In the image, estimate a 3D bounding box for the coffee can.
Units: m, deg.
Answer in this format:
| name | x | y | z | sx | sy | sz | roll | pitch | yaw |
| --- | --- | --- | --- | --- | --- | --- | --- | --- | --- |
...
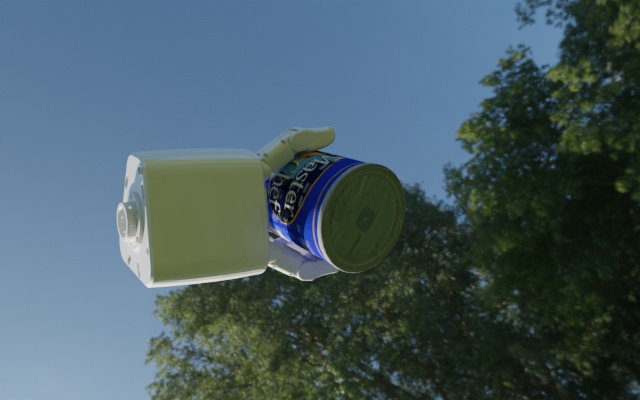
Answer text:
| name | x | y | z | sx | sy | sz | roll | pitch | yaw |
| --- | --- | --- | --- | --- | --- | --- | --- | --- | --- |
| coffee can | 0.000 | 0.002 | 0.485 | 0.103 | 0.103 | 0.140 | 0 | 13 | -38 |
